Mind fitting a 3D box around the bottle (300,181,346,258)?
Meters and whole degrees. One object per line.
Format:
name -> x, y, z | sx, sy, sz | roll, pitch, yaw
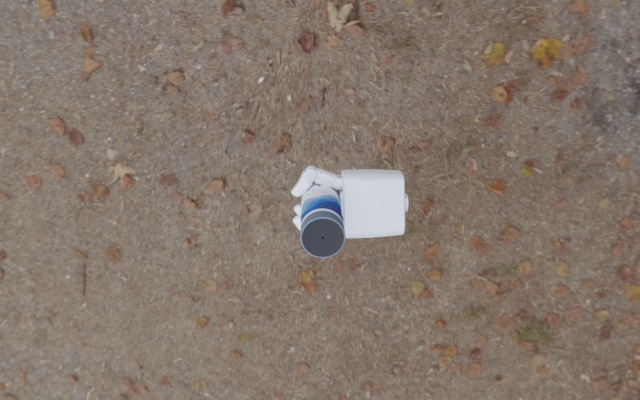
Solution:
bottle -> 0.000, 0.003, 0.833 | 0.069, 0.069, 0.295 | 0, 21, -1
